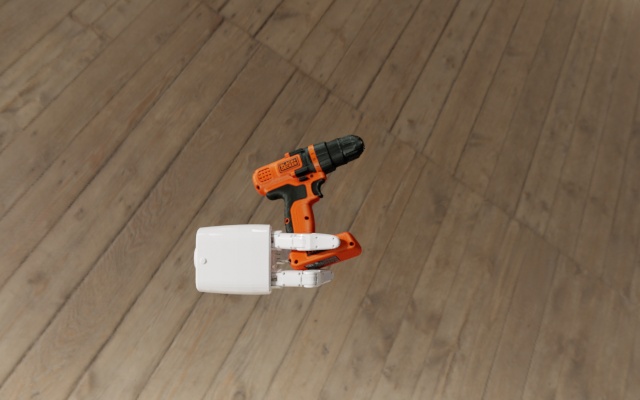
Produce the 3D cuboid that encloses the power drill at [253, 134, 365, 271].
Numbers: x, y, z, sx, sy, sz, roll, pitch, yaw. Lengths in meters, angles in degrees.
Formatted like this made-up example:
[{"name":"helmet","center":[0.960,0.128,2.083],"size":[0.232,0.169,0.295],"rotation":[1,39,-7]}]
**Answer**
[{"name":"power drill","center":[0.000,0.003,0.725],"size":[0.184,0.187,0.057],"rotation":[-21,-25,10]}]
